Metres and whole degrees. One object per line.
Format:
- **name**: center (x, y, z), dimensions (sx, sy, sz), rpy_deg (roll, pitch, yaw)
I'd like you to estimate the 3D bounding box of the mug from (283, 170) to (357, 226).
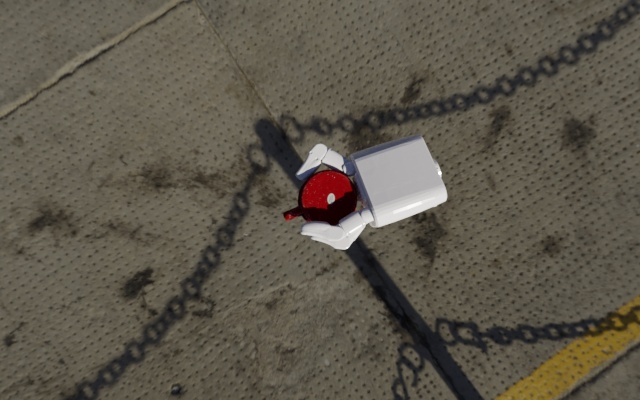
- **mug**: center (-0.001, 0.003, 0.706), dimensions (0.117, 0.093, 0.081), rpy_deg (-19, -3, -2)
